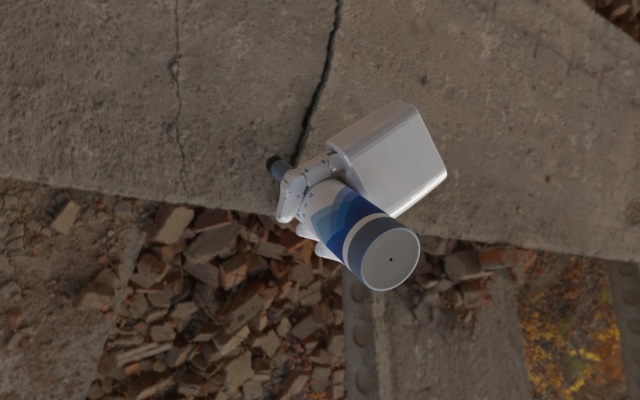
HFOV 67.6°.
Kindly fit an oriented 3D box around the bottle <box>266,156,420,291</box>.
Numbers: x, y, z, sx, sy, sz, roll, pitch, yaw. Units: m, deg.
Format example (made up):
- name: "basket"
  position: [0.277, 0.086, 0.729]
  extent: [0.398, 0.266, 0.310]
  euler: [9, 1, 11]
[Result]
- name: "bottle"
  position: [0.000, 0.002, 0.561]
  extent: [0.069, 0.069, 0.295]
  euler: [0, 21, -29]
